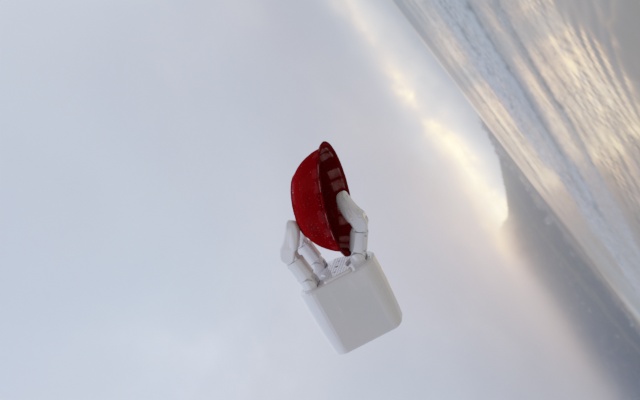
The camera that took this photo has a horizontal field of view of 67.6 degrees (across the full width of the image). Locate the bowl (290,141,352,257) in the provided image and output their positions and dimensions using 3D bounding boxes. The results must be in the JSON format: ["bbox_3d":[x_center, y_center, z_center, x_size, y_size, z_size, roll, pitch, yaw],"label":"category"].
[{"bbox_3d":[-0.001,0.001,0.662,0.055,0.162,0.162,-11,-3,16],"label":"bowl"}]
